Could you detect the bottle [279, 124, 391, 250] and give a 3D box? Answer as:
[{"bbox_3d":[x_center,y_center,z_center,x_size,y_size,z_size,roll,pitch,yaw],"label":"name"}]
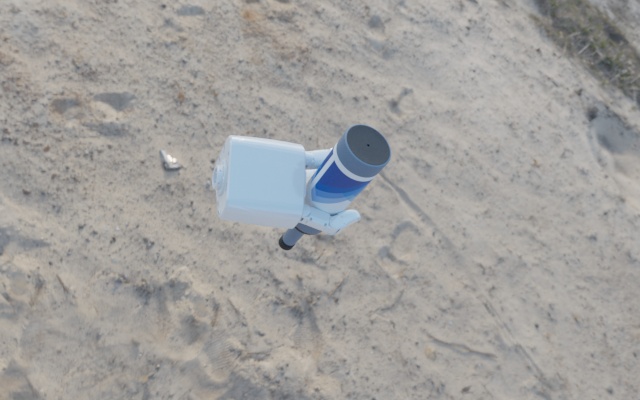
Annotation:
[{"bbox_3d":[0.000,0.002,0.709,0.069,0.069,0.296,0,-29,-28],"label":"bottle"}]
